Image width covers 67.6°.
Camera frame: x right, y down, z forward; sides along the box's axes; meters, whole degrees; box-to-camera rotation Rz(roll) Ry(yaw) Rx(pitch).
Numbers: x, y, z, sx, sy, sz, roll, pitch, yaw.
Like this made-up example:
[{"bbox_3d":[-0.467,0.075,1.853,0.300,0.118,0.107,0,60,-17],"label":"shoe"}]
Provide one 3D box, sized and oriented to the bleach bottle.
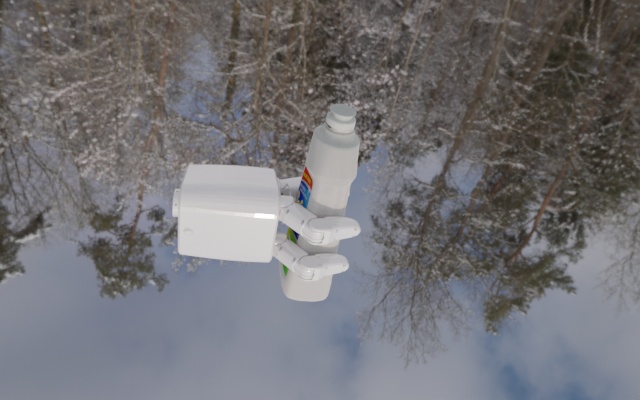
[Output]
[{"bbox_3d":[0.000,0.002,0.568,0.068,0.251,0.102,5,36,-11],"label":"bleach bottle"}]
